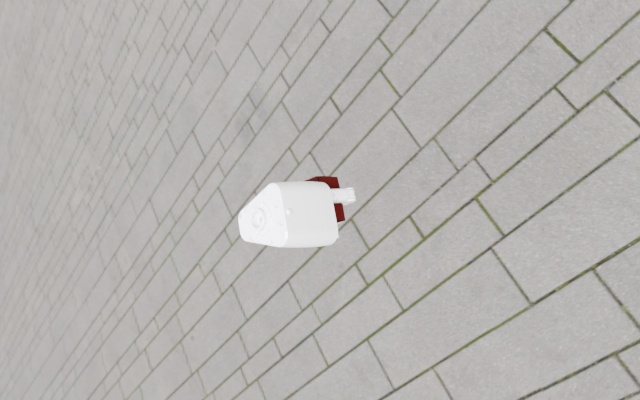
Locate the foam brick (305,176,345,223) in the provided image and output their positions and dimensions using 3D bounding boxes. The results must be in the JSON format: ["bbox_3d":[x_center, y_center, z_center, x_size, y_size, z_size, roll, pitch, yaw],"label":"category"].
[{"bbox_3d":[0.000,0.002,0.788,0.053,0.078,0.051,-19,-13,42],"label":"foam brick"}]
